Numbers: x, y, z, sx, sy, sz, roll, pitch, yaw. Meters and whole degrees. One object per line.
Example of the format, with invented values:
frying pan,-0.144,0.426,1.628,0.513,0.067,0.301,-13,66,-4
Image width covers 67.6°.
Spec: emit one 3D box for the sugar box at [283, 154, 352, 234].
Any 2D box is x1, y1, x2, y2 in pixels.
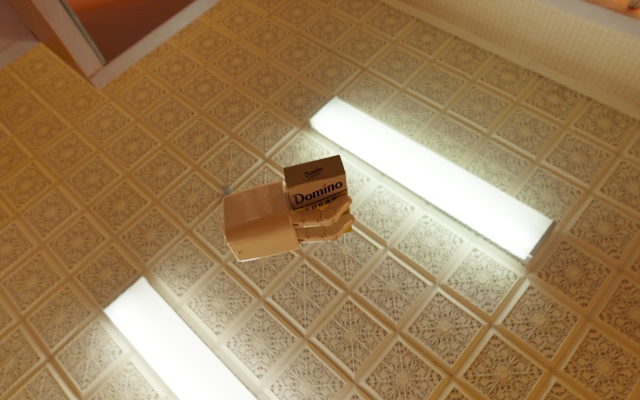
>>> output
sugar box,0.000,0.003,0.787,0.093,0.048,0.176,-14,-31,-1
